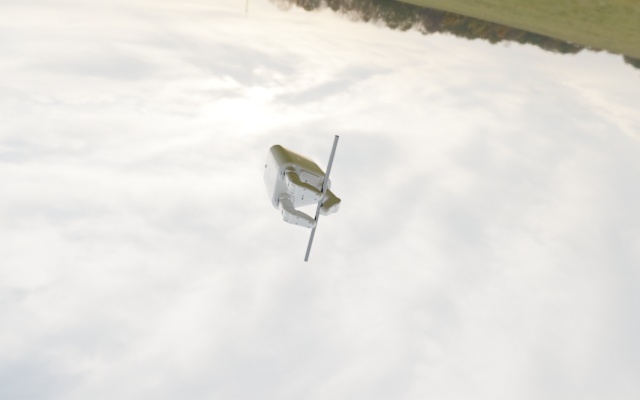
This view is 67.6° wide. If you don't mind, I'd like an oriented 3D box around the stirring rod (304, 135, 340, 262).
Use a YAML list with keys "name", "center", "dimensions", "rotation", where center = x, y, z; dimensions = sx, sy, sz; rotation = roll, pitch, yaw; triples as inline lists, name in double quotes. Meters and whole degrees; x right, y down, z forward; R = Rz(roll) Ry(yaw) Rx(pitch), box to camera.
- name: "stirring rod"
  center: [0.000, 0.003, 0.816]
  dimensions: [0.011, 0.240, 0.011]
  rotation: [12, 24, -5]
